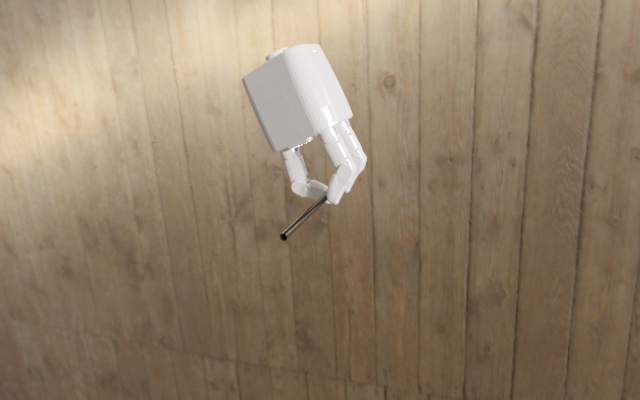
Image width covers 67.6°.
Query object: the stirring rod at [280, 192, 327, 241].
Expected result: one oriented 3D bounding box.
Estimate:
[{"bbox_3d":[0.000,0.002,0.594,0.011,0.011,0.239,0,17,19],"label":"stirring rod"}]
